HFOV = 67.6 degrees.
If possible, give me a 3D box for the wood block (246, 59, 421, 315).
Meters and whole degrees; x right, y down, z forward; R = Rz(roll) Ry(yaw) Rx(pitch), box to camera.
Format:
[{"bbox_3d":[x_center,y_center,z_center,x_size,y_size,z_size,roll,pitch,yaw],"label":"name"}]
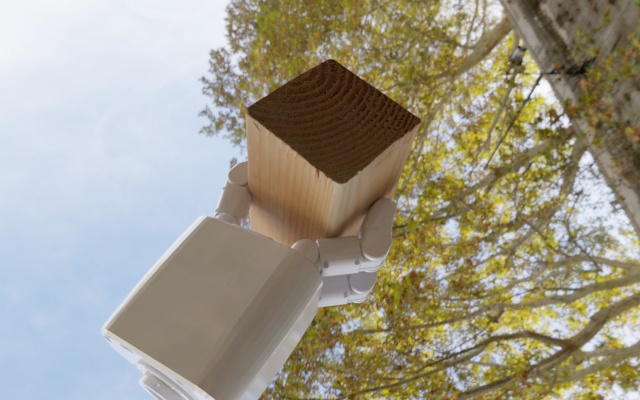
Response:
[{"bbox_3d":[0.000,0.001,0.407,0.090,0.091,0.206,-39,-23,-29],"label":"wood block"}]
